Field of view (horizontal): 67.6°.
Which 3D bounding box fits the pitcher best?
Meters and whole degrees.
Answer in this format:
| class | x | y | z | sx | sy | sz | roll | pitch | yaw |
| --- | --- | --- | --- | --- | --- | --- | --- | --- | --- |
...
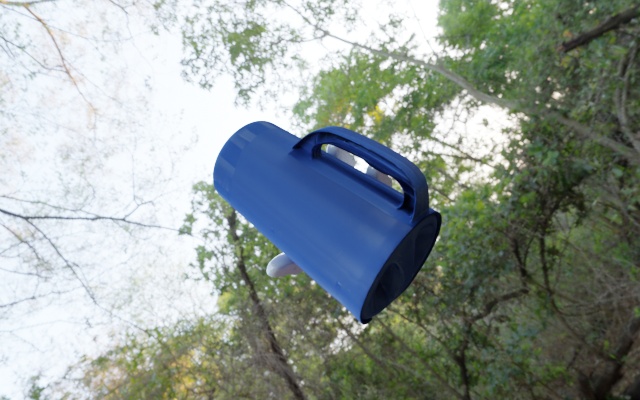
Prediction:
| class | x | y | z | sx | sy | sz | roll | pitch | yaw |
| --- | --- | --- | --- | --- | --- | --- | --- | --- | --- |
| pitcher | 0.000 | 0.002 | 0.516 | 0.242 | 0.149 | 0.145 | 35 | -4 | 26 |
